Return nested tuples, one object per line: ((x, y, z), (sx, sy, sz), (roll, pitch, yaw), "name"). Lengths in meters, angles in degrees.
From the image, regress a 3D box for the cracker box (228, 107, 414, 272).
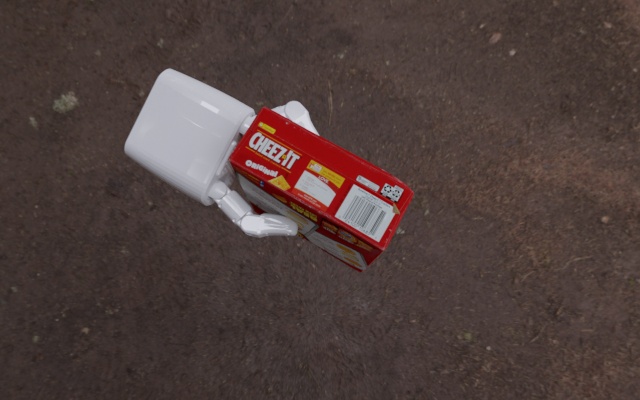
((0.000, 0.002, 0.527), (0.164, 0.072, 0.214), (30, -12, 6), "cracker box")
